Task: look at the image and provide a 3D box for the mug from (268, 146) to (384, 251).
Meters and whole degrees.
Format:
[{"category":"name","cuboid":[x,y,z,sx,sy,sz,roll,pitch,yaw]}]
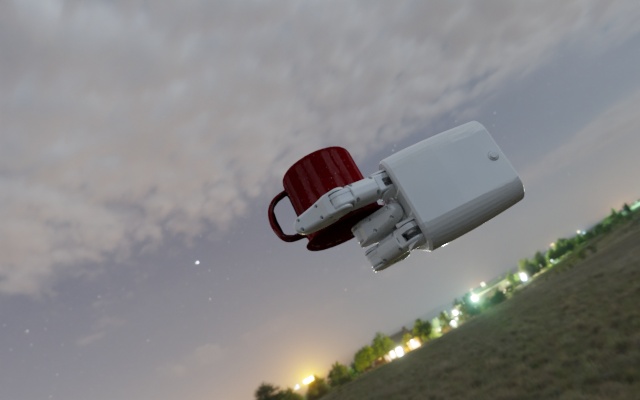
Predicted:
[{"category":"mug","cuboid":[-0.001,0.002,0.508,0.117,0.081,0.093,-25,-19,-7]}]
